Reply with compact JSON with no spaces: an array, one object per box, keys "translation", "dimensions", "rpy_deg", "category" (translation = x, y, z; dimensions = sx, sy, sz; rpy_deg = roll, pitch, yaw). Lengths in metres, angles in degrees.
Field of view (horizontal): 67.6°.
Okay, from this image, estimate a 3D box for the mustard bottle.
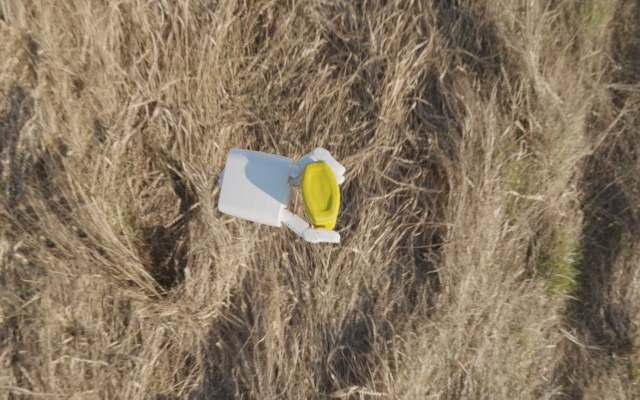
[{"translation":[0.000,0.003,0.810],"dimensions":[0.058,0.096,0.192],"rpy_deg":[-11,-11,-2],"category":"mustard bottle"}]
